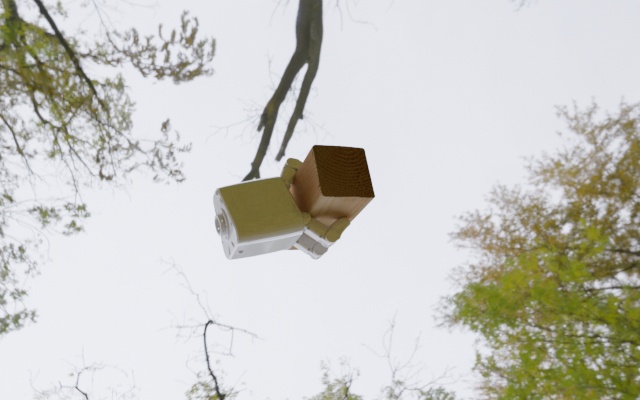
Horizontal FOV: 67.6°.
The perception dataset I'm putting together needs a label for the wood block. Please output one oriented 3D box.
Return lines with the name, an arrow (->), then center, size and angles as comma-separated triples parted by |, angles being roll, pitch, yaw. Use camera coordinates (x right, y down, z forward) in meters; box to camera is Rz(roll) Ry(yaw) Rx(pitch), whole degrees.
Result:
wood block -> 0.000, 0.002, 0.793 | 0.090, 0.090, 0.206 | 1, -27, -23
